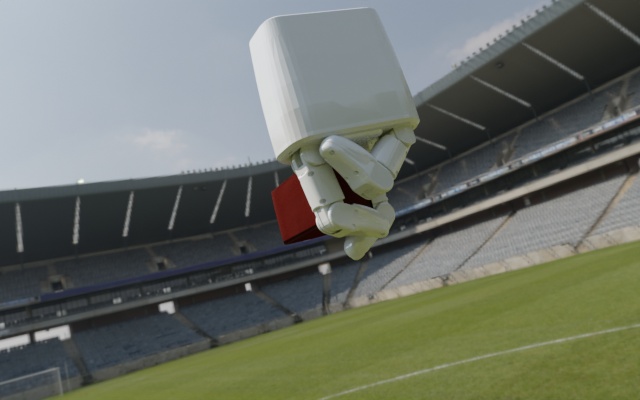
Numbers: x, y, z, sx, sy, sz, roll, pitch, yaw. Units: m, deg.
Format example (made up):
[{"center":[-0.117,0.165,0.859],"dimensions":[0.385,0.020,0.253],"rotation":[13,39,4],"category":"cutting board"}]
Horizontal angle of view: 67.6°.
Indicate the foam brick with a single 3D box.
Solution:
[{"center":[0.000,0.002,0.420],"dimensions":[0.053,0.051,0.078],"rotation":[-10,-13,-34],"category":"foam brick"}]
